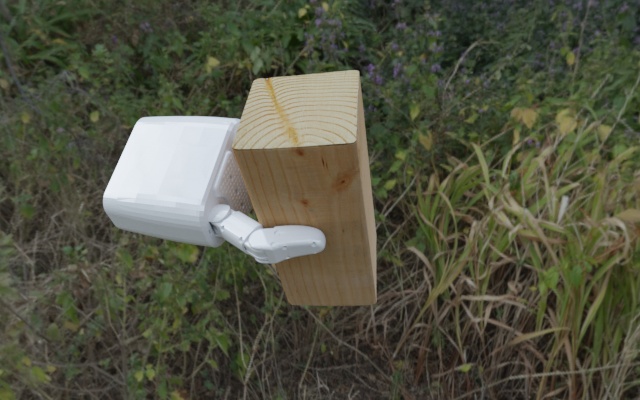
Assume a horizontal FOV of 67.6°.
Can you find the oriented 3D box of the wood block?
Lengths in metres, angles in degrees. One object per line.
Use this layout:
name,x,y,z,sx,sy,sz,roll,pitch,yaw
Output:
wood block,0.000,0.002,0.427,0.090,0.090,0.206,-2,-43,10
